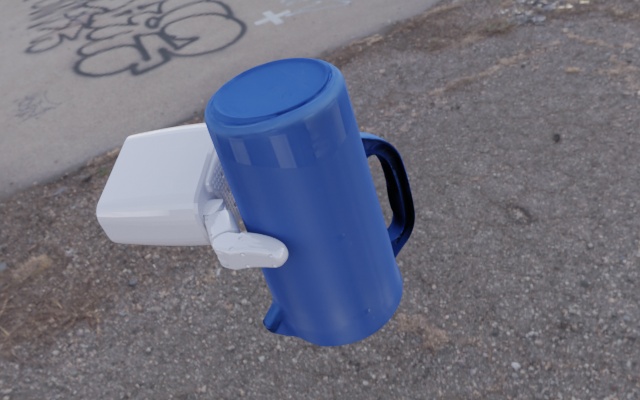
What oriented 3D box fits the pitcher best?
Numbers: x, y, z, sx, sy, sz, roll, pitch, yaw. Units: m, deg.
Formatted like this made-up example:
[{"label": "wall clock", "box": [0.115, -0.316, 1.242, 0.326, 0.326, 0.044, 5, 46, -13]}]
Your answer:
[{"label": "pitcher", "box": [0.000, 0.001, 0.426, 0.145, 0.243, 0.149, -3, 41, 17]}]
